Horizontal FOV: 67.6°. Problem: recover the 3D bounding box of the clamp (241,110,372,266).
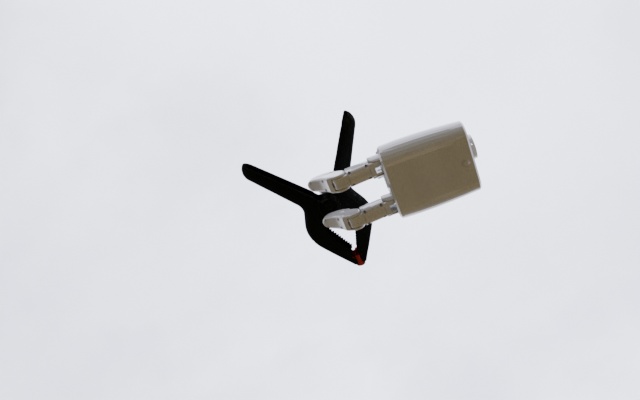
[{"bbox_3d":[0.001,0.002,0.651,0.164,0.210,0.036,-19,19,11],"label":"clamp"}]
